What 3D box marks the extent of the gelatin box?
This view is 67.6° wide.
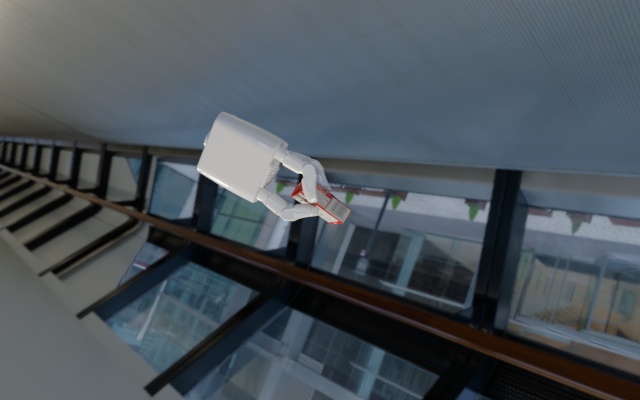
[{"bbox_3d":[0.000,0.003,0.781,0.089,0.030,0.073,36,-11,-8],"label":"gelatin box"}]
